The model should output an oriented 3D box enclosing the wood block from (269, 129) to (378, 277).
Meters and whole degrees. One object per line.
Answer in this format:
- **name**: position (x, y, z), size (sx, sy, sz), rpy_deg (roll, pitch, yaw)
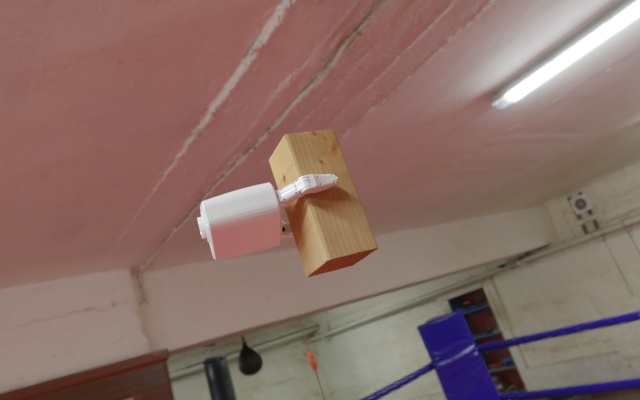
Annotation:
- **wood block**: position (0.000, 0.002, 0.750), size (0.090, 0.206, 0.091), rpy_deg (-10, -19, -28)
